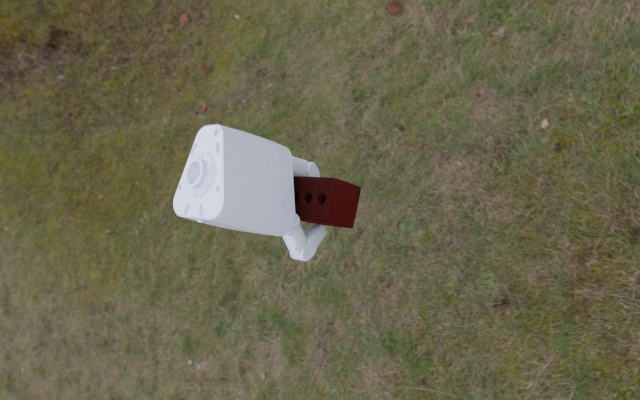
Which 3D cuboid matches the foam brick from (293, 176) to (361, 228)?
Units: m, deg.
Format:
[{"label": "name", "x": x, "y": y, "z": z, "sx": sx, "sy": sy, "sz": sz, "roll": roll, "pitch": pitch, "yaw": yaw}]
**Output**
[{"label": "foam brick", "x": 0.000, "y": 0.002, "z": 0.583, "sx": 0.078, "sy": 0.053, "sz": 0.051, "roll": 4, "pitch": -9, "yaw": 41}]
